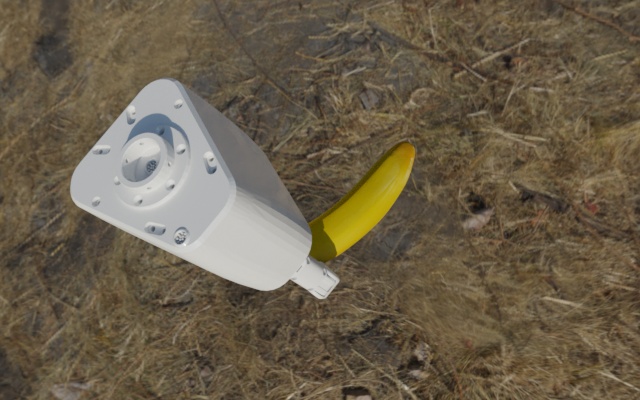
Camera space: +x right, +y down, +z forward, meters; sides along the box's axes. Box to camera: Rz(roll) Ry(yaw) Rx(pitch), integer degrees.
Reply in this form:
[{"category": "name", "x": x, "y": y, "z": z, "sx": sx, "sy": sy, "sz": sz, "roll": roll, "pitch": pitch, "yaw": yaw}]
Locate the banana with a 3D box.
[{"category": "banana", "x": 0.004, "y": 0.018, "z": 0.419, "sx": 0.198, "sy": 0.069, "sz": 0.037, "roll": -28, "pitch": -28, "yaw": 10}]
